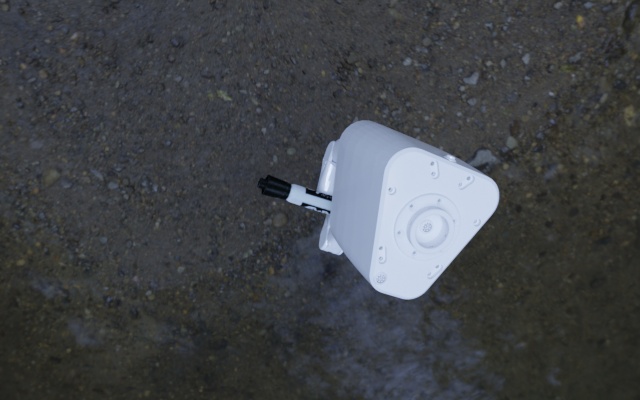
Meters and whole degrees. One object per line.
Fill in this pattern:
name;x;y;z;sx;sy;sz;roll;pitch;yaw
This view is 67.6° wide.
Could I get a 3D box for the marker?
marker;0.000;0.001;0.443;0.121;0.020;0.020;18;-6;-18
